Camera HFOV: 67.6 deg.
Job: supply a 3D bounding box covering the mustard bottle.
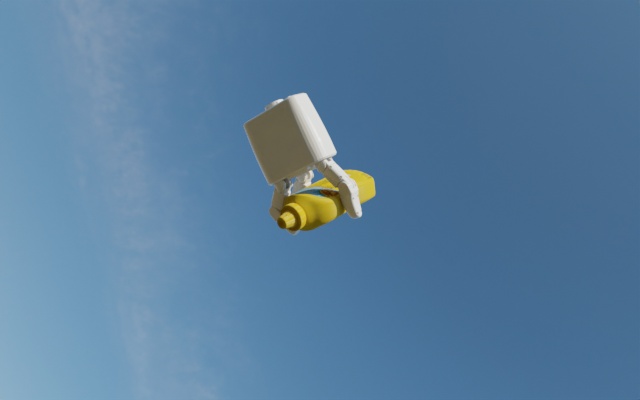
[{"bbox_3d":[0.000,0.003,0.751,0.096,0.058,0.191,6,21,36],"label":"mustard bottle"}]
